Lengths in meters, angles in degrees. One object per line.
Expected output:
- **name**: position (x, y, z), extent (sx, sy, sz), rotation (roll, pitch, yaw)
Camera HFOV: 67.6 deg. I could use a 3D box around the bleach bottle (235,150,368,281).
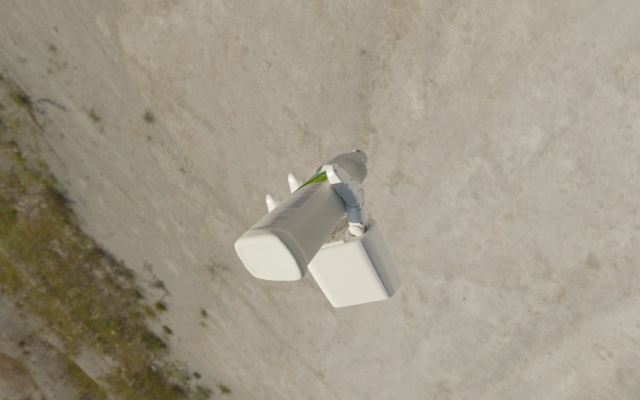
- **bleach bottle**: position (0.000, 0.002, 0.643), extent (0.102, 0.068, 0.250), rotation (-9, 28, 43)
